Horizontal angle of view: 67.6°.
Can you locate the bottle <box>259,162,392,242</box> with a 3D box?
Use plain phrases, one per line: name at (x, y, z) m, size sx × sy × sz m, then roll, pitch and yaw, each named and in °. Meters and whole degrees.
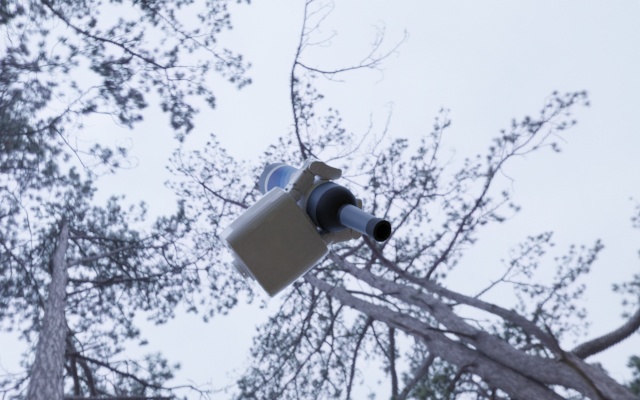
bottle at (0.000, 0.002, 0.682) m, size 0.069 × 0.069 × 0.295 m, roll 0°, pitch 13°, yaw -31°
